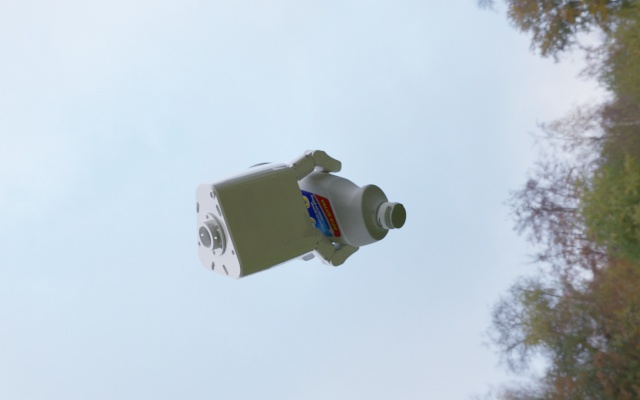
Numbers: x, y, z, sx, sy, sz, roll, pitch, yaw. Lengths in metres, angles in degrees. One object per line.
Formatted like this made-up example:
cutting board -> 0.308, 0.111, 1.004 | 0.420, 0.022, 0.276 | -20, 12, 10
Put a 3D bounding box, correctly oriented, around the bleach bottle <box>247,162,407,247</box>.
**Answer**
bleach bottle -> 0.000, 0.002, 0.616 | 0.068, 0.102, 0.251 | -19, 16, -41
